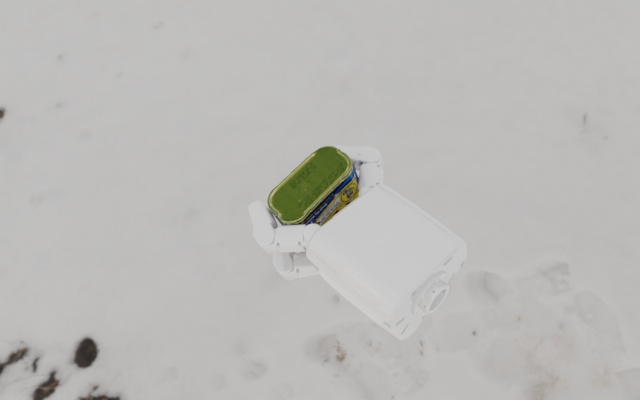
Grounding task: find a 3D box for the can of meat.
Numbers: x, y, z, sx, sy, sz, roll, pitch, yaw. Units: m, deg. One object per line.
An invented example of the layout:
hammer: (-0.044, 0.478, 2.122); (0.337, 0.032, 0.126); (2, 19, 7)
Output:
can of meat: (0.000, 0.001, 0.517); (0.057, 0.102, 0.084); (39, -12, 33)
